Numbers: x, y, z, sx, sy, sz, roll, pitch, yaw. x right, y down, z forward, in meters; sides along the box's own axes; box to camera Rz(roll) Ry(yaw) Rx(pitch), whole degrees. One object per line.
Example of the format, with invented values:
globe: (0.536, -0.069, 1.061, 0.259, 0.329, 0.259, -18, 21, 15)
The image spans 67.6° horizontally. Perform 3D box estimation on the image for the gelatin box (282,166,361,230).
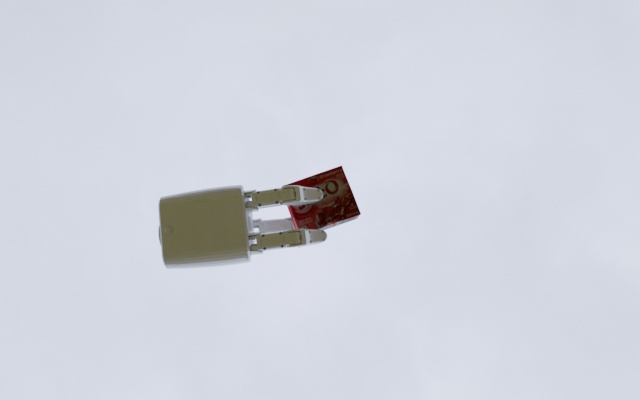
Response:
gelatin box: (0.000, 0.002, 0.645, 0.089, 0.073, 0.030, -19, -12, -11)
